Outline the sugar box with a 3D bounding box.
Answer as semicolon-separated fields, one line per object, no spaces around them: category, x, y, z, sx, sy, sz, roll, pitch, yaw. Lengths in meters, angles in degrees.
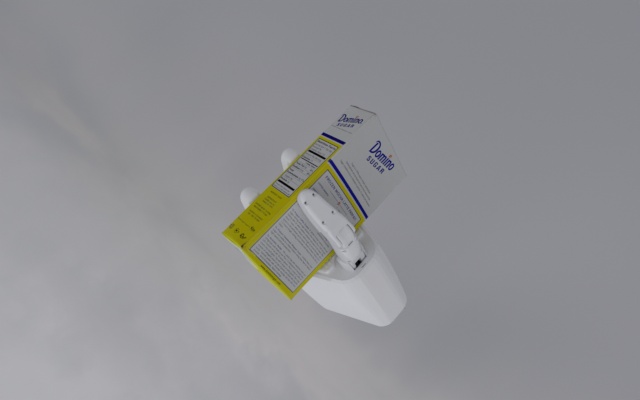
sugar box;0.000;0.001;0.464;0.048;0.176;0.093;29;-19;45
